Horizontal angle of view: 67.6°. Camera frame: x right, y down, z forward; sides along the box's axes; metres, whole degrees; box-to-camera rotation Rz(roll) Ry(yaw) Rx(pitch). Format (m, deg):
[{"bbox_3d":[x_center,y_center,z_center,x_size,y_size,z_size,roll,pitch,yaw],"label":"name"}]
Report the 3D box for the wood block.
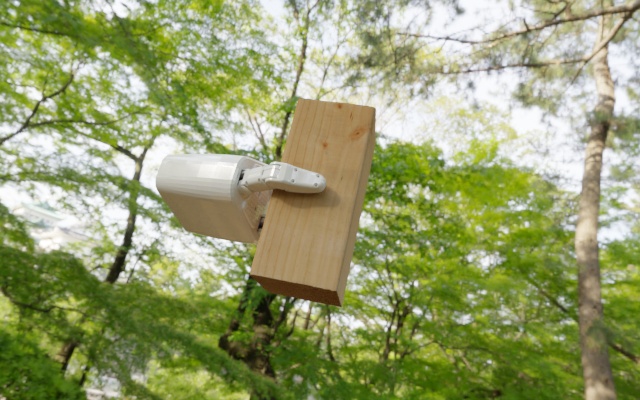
[{"bbox_3d":[0.000,0.001,0.530,0.090,0.206,0.091,9,-20,11],"label":"wood block"}]
